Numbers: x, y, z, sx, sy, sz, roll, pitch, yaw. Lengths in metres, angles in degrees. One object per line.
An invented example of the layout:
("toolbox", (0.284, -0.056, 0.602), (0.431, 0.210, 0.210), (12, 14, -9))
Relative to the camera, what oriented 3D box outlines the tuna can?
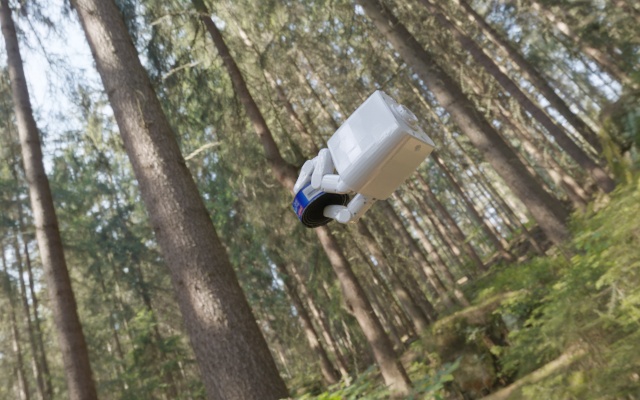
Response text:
("tuna can", (0.000, 0.002, 0.746), (0.086, 0.033, 0.086), (-25, -32, -17))
